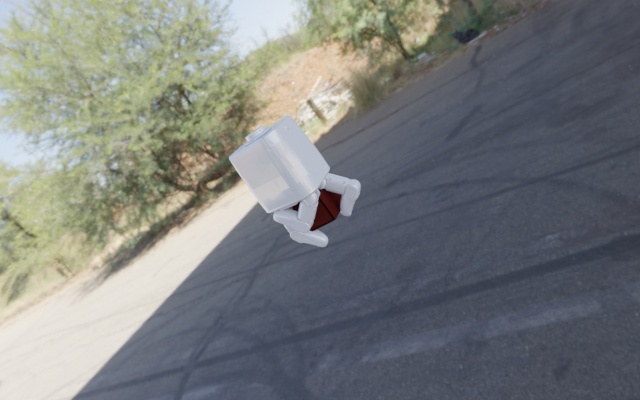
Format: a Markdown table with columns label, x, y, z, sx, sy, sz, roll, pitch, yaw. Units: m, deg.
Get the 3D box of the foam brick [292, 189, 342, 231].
| label | x | y | z | sx | sy | sz | roll | pitch | yaw |
| --- | --- | --- | --- | --- | --- | --- | --- | --- | --- |
| foam brick | 0.000 | 0.002 | 0.761 | 0.053 | 0.051 | 0.078 | -29 | 16 | 29 |
